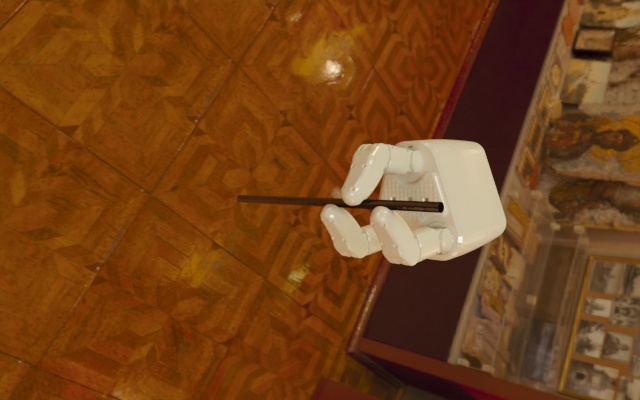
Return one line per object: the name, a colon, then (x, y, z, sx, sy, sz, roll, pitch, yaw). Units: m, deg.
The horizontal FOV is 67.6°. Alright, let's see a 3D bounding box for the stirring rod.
stirring rod: (0.000, 0.001, 0.423, 0.239, 0.011, 0.011, 2, 2, 45)
